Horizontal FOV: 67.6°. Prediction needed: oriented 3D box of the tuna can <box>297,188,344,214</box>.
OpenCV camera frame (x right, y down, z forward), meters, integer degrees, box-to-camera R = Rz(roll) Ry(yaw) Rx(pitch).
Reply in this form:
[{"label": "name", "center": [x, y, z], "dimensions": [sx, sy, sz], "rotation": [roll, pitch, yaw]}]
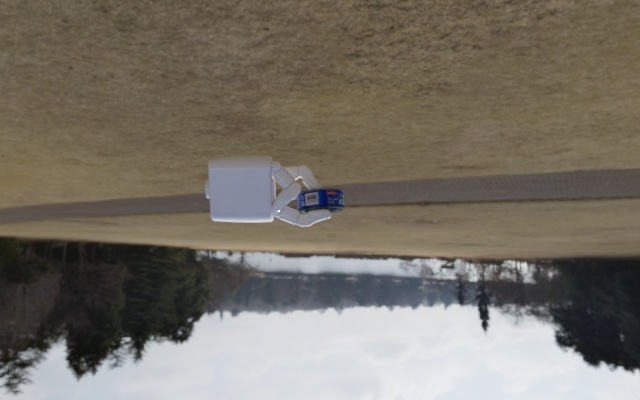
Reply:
[{"label": "tuna can", "center": [0.000, 0.003, 0.866], "dimensions": [0.086, 0.033, 0.086], "rotation": [-4, -10, -1]}]
